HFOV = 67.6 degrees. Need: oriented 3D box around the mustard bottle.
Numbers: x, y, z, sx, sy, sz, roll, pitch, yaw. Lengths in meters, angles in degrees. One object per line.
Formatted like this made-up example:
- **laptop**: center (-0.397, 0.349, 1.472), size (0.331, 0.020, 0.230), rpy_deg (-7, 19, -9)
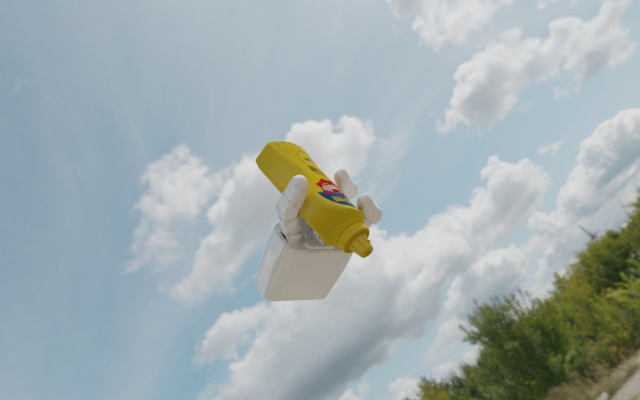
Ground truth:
- **mustard bottle**: center (0.000, 0.002, 0.609), size (0.191, 0.058, 0.096), rpy_deg (48, 16, 31)
